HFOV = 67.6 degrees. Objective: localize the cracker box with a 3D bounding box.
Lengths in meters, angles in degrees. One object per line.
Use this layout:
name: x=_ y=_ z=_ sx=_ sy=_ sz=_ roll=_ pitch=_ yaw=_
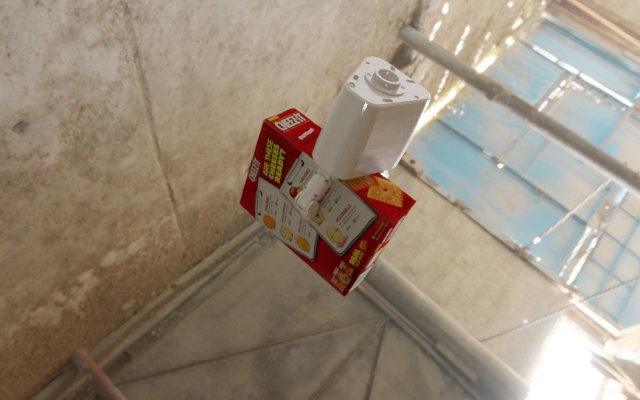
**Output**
cracker box: x=0.000 y=0.002 z=0.655 sx=0.213 sy=0.164 sz=0.072 roll=40 pitch=44 yaw=16
